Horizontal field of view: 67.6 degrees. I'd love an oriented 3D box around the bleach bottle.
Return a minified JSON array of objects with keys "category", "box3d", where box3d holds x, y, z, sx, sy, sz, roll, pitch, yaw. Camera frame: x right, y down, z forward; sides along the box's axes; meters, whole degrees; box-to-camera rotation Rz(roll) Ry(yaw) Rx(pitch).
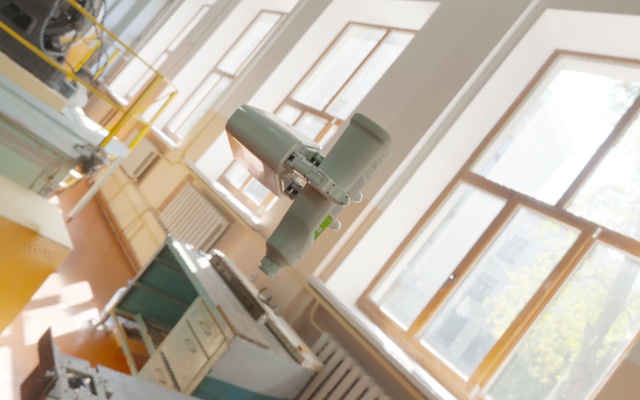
[{"category":"bleach bottle","box3d":[0.000,0.002,0.669,0.068,0.251,0.102,38,-4,17]}]
